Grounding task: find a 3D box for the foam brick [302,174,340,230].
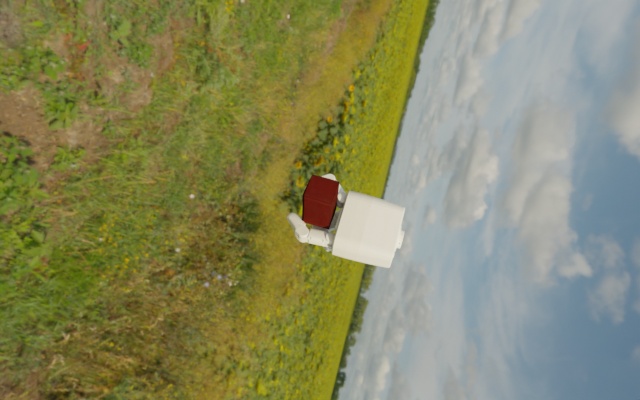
[{"bbox_3d":[0.000,0.003,0.829,0.051,0.053,0.078,16,-36,9],"label":"foam brick"}]
